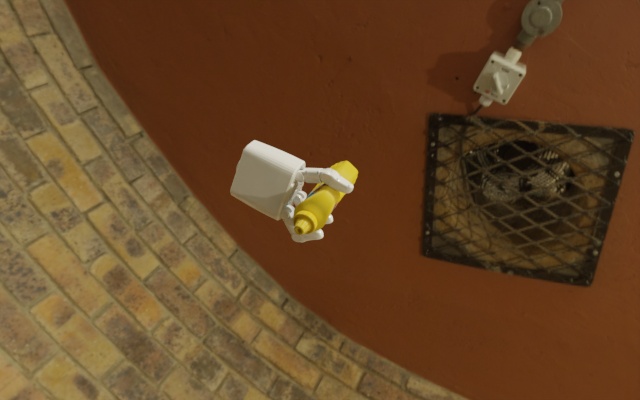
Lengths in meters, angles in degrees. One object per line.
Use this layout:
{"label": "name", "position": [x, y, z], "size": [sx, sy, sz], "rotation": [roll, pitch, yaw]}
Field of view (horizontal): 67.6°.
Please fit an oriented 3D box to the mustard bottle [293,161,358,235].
{"label": "mustard bottle", "position": [0.001, 0.003, 0.863], "size": [0.096, 0.058, 0.191], "rotation": [-41, 6, 38]}
